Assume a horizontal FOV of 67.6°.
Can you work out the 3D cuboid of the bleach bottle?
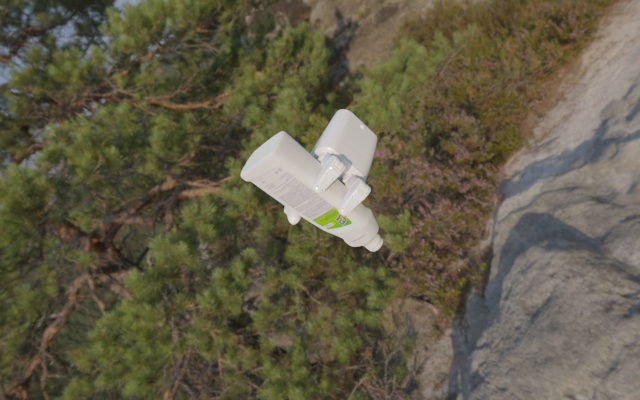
[{"bbox_3d":[0.000,0.002,0.766,0.251,0.068,0.102,40,-41,-21],"label":"bleach bottle"}]
